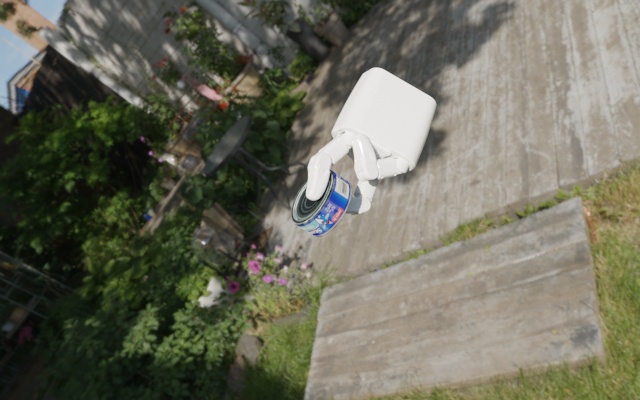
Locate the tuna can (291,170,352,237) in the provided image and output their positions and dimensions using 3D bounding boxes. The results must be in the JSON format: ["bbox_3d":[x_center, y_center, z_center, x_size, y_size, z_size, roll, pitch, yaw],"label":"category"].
[{"bbox_3d":[0.000,0.002,0.618,0.034,0.086,0.086,33,-16,-27],"label":"tuna can"}]
